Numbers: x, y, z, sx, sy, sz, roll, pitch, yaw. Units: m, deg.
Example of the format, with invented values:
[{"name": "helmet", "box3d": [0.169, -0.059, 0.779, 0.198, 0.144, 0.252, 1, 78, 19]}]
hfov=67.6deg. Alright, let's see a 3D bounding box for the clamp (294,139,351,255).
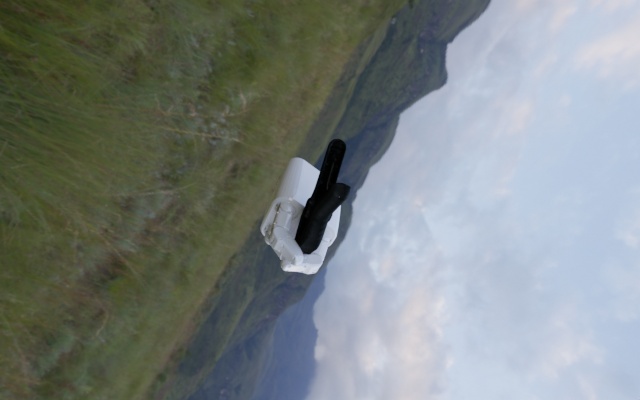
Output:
[{"name": "clamp", "box3d": [0.001, 0.003, 0.648, 0.039, 0.120, 0.172, 22, -48, -10]}]
